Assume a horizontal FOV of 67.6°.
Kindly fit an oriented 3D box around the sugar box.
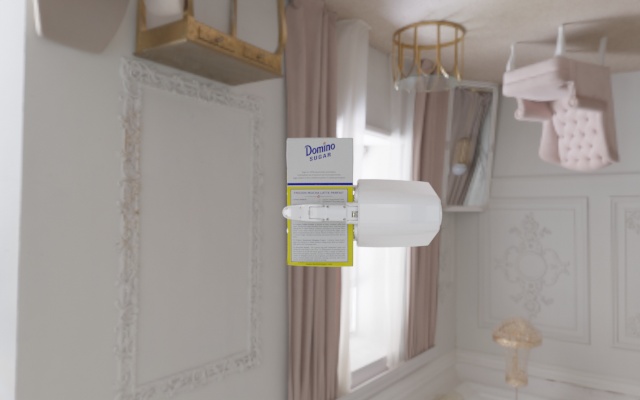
[{"bbox_3d":[0.000,0.002,0.665,0.093,0.176,0.048,1,-1,2],"label":"sugar box"}]
